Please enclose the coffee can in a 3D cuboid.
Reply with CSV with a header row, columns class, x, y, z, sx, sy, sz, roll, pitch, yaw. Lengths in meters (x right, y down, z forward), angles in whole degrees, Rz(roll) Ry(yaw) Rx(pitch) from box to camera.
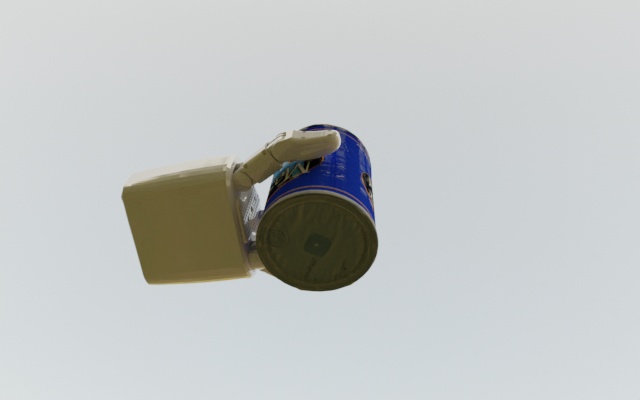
class,x,y,z,sx,sy,sz,roll,pitch,yaw
coffee can,0.000,0.001,0.456,0.103,0.103,0.140,0,32,3
